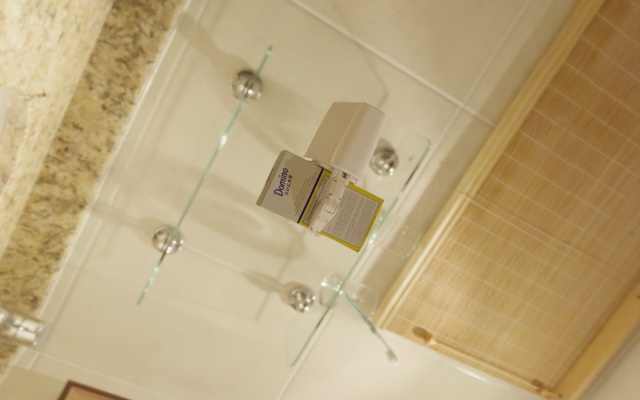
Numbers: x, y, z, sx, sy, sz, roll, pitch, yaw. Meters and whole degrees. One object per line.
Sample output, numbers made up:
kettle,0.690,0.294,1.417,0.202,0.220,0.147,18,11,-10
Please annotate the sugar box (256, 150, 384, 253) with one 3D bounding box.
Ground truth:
sugar box,0.000,0.002,0.731,0.176,0.093,0.048,27,-4,-15
